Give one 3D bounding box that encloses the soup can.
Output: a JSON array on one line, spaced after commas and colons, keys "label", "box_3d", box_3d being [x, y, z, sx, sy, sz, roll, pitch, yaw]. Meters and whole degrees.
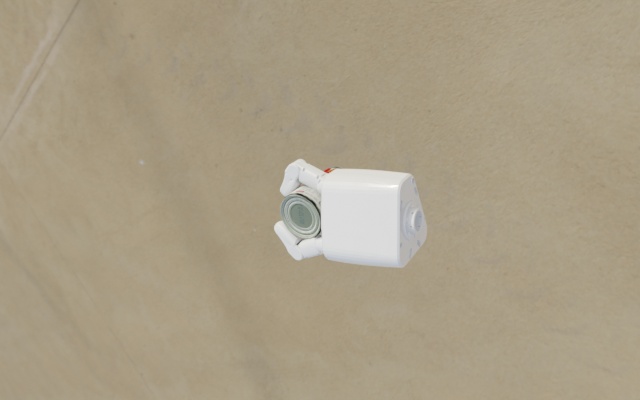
[{"label": "soup can", "box_3d": [0.000, 0.002, 0.661, 0.068, 0.068, 0.102, 0, 23, 35]}]
